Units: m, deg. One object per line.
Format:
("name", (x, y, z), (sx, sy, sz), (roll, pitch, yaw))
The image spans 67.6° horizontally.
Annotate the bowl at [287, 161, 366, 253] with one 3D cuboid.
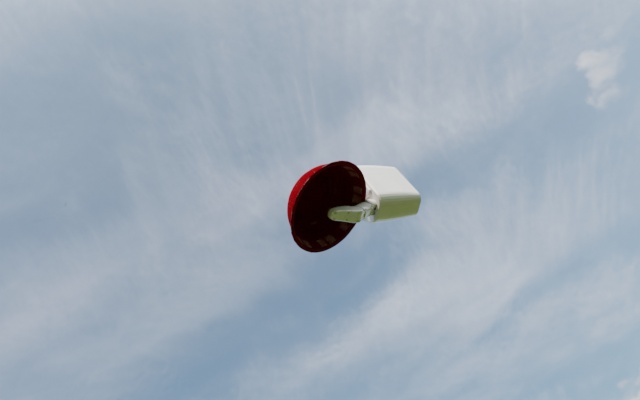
("bowl", (-0.001, 0.002, 0.787), (0.162, 0.162, 0.055), (0, 23, -45))
